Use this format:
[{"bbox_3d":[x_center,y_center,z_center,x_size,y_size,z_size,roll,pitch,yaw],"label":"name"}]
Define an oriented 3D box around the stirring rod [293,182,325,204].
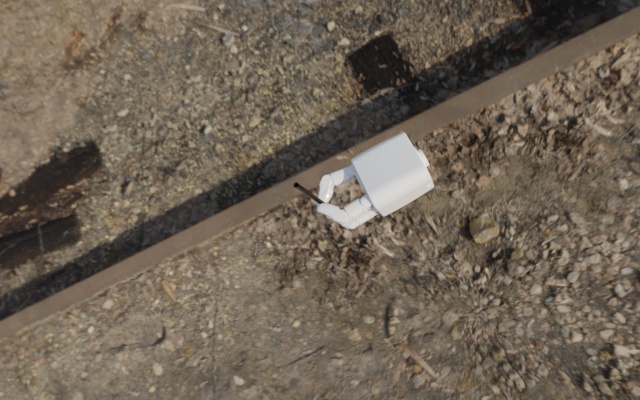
[{"bbox_3d":[0.000,0.003,0.822,0.011,0.011,0.239,0,-12,18],"label":"stirring rod"}]
